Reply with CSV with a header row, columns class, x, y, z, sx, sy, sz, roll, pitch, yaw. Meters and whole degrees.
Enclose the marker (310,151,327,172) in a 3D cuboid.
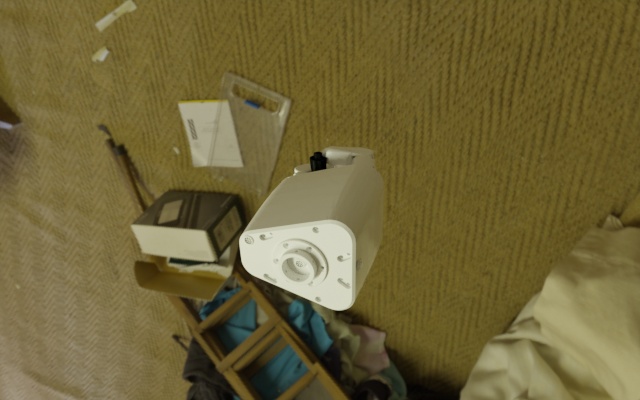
class,x,y,z,sx,sy,sz,roll,pitch,yaw
marker,0.000,0.002,0.545,0.020,0.121,0.020,-2,28,1
